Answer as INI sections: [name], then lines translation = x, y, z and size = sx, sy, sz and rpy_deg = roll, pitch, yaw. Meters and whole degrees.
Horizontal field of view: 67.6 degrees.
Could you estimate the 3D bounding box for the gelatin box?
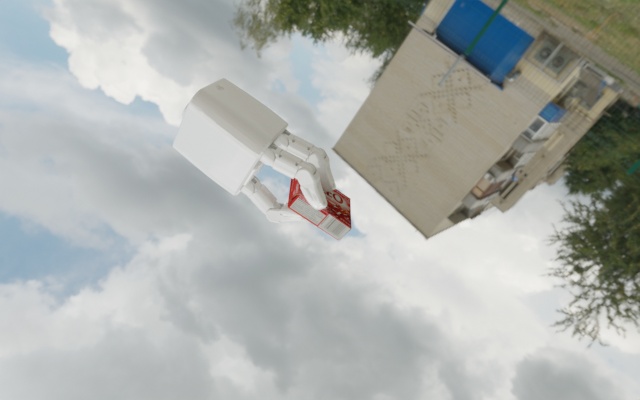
[gelatin box]
translation = 0.000, 0.003, 0.639
size = 0.089, 0.030, 0.073
rpy_deg = 34, 28, -18
